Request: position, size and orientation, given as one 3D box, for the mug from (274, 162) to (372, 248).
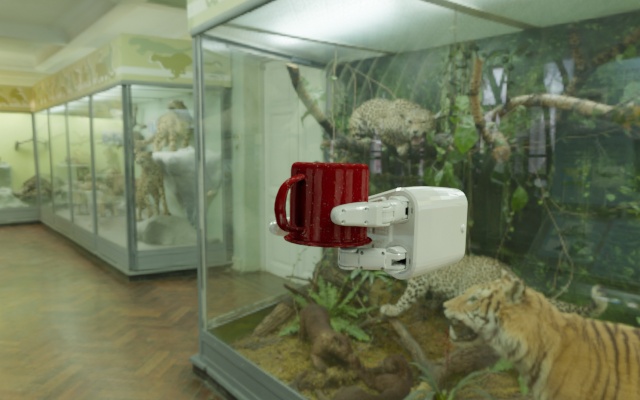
[{"bbox_3d":[-0.001,0.001,0.490,0.117,0.081,0.093,-3,6,-42],"label":"mug"}]
